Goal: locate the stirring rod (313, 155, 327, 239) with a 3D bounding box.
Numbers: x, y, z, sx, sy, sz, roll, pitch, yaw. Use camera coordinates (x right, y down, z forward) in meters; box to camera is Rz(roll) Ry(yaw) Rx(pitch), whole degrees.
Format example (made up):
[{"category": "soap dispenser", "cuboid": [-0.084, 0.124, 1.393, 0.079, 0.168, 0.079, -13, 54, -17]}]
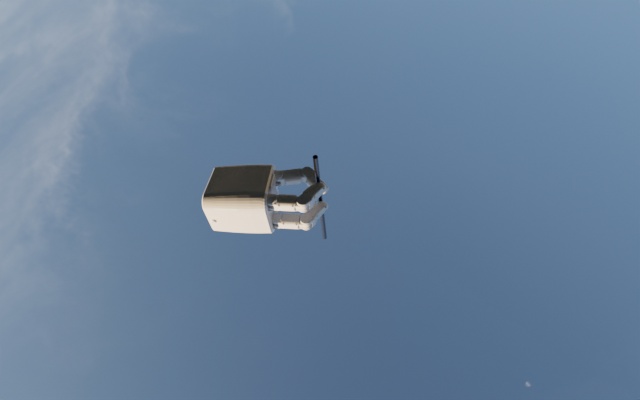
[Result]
[{"category": "stirring rod", "cuboid": [0.000, 0.003, 0.824, 0.011, 0.011, 0.240, 0, -35, 5]}]
